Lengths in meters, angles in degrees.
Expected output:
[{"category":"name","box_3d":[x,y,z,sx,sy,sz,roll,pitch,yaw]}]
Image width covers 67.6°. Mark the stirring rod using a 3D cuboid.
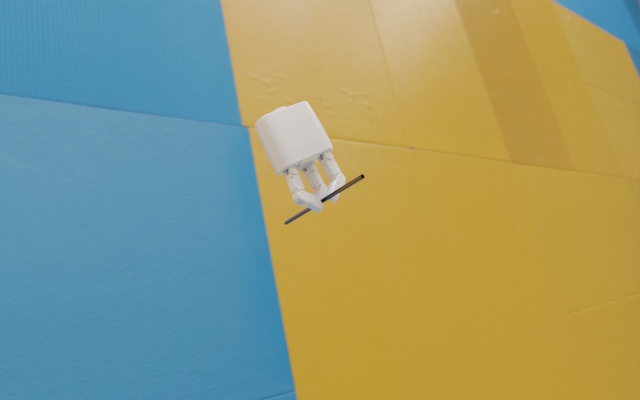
[{"category":"stirring rod","box_3d":[0.000,0.003,0.884,0.011,0.011,0.239,0,-21,-39]}]
